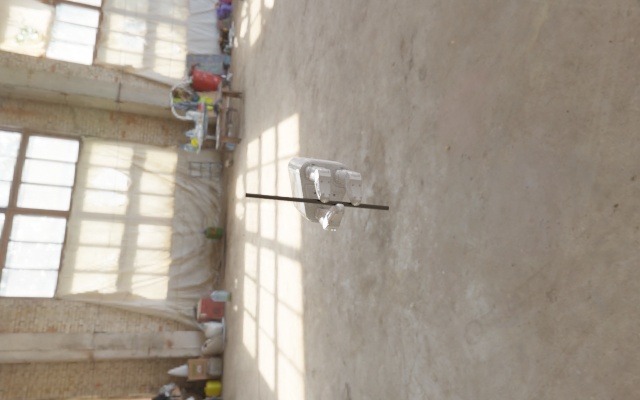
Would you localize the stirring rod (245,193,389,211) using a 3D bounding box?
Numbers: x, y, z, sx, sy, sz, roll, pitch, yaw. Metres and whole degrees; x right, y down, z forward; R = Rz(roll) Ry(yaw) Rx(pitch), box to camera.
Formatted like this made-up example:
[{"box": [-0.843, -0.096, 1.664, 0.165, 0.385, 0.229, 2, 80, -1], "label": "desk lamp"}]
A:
[{"box": [0.000, 0.003, 0.761, 0.239, 0.011, 0.011, 5, -2, -19], "label": "stirring rod"}]
